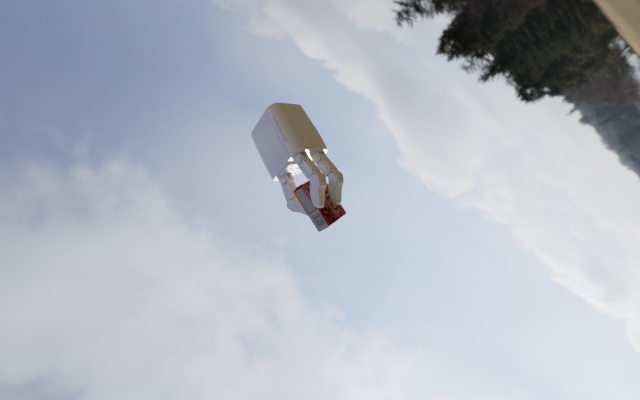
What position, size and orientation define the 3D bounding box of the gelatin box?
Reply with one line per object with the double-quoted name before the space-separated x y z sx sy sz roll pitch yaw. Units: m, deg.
"gelatin box" 0.000 0.003 0.865 0.030 0.089 0.073 -32 0 33
